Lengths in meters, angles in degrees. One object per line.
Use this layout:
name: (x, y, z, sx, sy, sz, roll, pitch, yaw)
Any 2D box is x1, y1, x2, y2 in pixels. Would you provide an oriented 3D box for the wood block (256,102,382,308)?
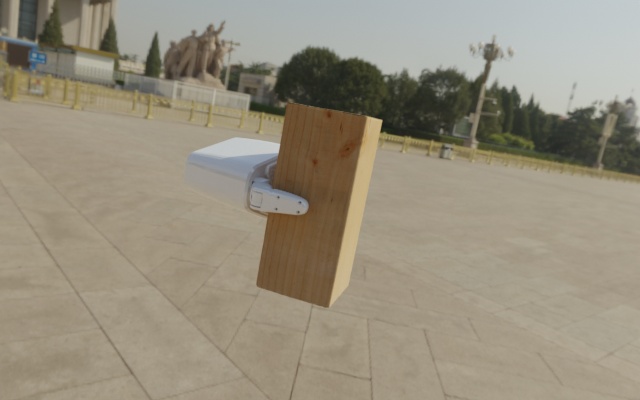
wood block: (0.000, 0.002, 0.542, 0.090, 0.206, 0.091, 13, 10, 16)
